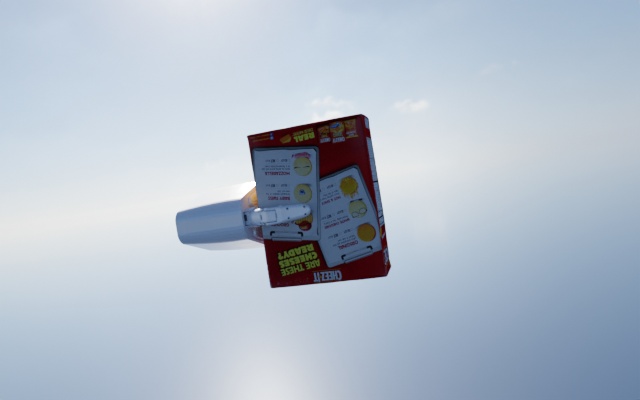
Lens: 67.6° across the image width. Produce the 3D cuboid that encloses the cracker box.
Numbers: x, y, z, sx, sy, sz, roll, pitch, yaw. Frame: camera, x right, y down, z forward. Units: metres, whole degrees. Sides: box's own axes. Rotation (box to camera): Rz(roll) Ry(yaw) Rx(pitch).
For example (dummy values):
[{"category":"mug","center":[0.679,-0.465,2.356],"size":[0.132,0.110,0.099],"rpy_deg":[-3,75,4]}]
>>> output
[{"category":"cracker box","center":[0.000,0.002,0.658],"size":[0.164,0.213,0.072],"rpy_deg":[-8,2,16]}]
